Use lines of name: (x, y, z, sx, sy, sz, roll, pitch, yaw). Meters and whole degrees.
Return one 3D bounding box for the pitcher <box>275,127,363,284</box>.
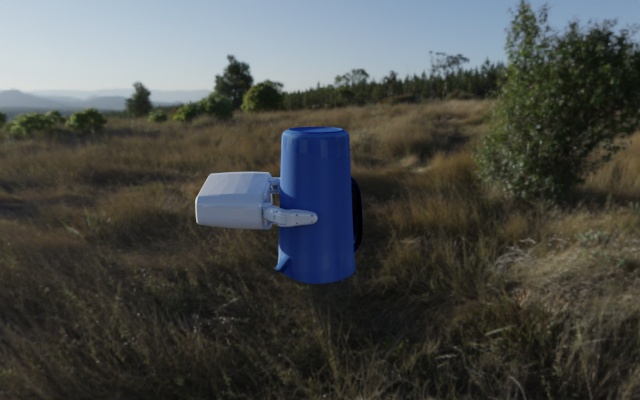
pitcher: (0.000, 0.003, 0.794, 0.145, 0.243, 0.149, 1, 14, 4)
